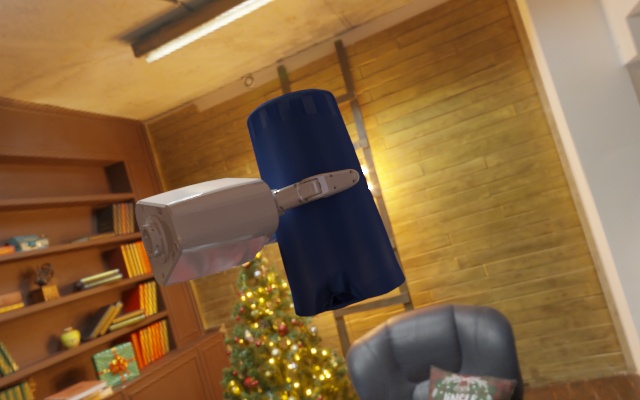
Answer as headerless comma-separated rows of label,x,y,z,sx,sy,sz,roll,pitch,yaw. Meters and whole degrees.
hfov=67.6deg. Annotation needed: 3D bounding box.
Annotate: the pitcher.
pitcher,0.000,0.002,0.567,0.145,0.243,0.149,-16,-2,-37
